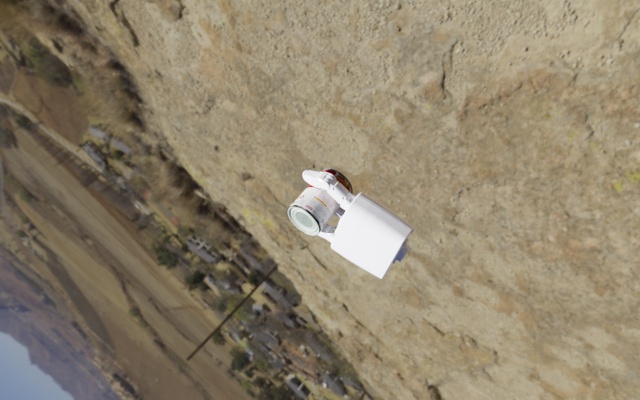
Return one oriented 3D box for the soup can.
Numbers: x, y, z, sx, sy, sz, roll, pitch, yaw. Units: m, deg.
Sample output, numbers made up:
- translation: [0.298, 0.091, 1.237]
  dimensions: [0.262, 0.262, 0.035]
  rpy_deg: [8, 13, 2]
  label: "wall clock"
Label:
- translation: [0.000, 0.003, 0.818]
  dimensions: [0.068, 0.068, 0.102]
  rpy_deg: [0, 40, 48]
  label: "soup can"
